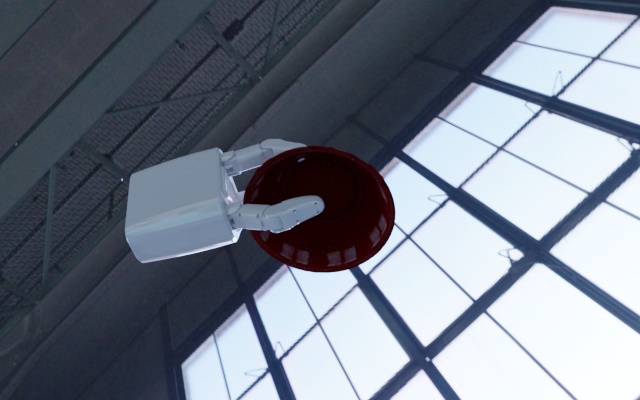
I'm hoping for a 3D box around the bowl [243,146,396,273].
[{"bbox_3d":[0.001,0.002,0.524,0.162,0.162,0.055,0,33,6],"label":"bowl"}]
